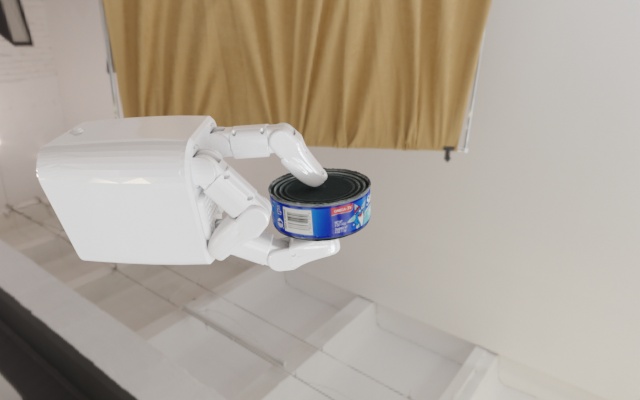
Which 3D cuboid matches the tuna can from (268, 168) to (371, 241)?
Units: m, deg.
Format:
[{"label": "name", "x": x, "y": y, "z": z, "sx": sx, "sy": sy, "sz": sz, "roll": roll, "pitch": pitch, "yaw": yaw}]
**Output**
[{"label": "tuna can", "x": 0.000, "y": 0.002, "z": 0.405, "sx": 0.086, "sy": 0.034, "sz": 0.086, "roll": -3, "pitch": 22, "yaw": 1}]
